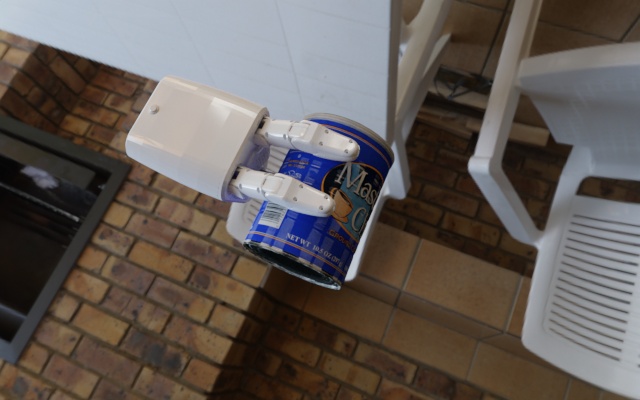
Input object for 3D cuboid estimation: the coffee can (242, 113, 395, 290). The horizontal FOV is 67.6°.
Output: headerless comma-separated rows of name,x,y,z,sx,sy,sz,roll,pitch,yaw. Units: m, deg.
coffee can,0.000,0.001,0.467,0.103,0.140,0.103,22,-16,7
